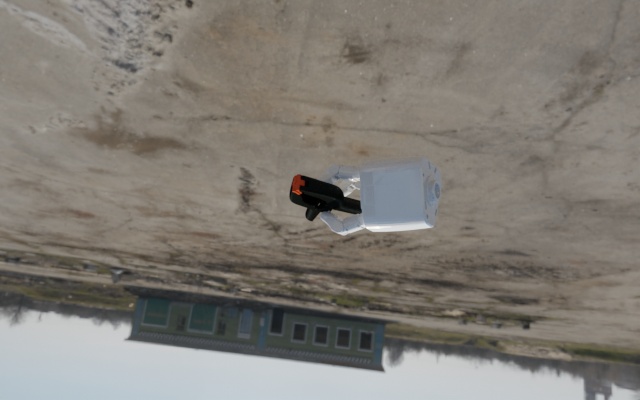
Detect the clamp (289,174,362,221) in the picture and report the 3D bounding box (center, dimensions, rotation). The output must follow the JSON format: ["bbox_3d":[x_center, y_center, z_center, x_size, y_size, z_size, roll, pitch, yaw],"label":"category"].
[{"bbox_3d":[0.000,0.003,0.843,0.164,0.036,0.210,-6,-19,33],"label":"clamp"}]
